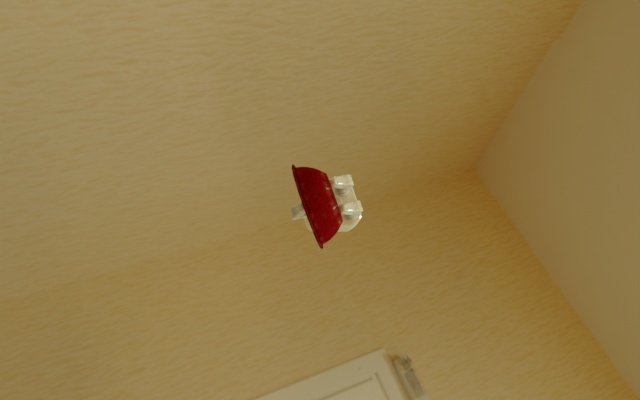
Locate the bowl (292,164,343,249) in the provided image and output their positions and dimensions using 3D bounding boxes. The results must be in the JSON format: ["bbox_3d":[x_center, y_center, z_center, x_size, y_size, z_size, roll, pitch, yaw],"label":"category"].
[{"bbox_3d":[0.001,0.003,0.860,0.055,0.162,0.162,-19,-1,3],"label":"bowl"}]
